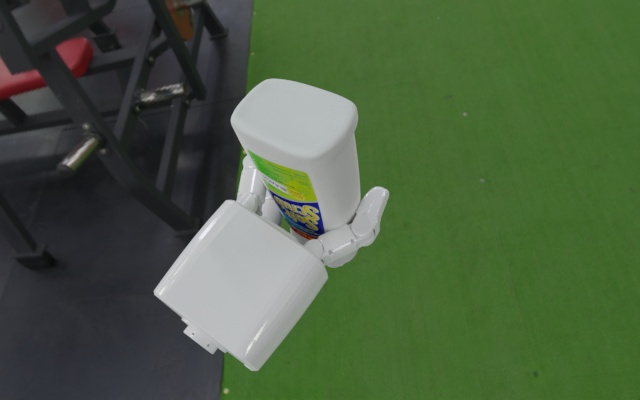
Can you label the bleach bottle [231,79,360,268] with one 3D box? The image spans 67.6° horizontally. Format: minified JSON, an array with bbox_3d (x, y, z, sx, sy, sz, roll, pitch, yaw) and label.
[{"bbox_3d":[0.000,0.001,0.466,0.102,0.068,0.251,25,-25,27],"label":"bleach bottle"}]
